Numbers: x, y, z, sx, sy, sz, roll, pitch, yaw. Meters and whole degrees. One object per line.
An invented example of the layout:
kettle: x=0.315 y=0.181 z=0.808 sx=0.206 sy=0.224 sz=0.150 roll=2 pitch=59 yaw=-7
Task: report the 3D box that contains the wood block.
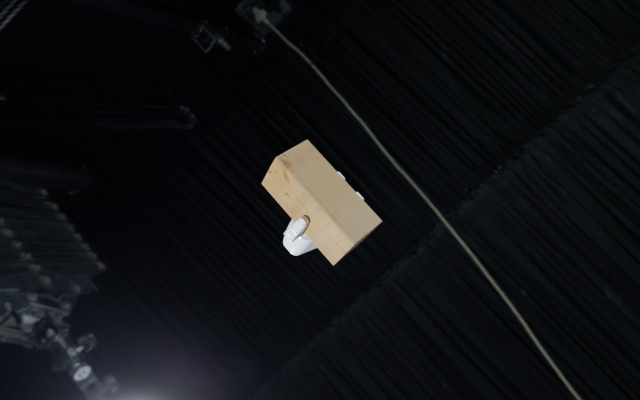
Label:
wood block: x=0.000 y=0.003 z=0.879 sx=0.090 sy=0.206 sz=0.090 roll=-36 pitch=-11 yaw=-39
